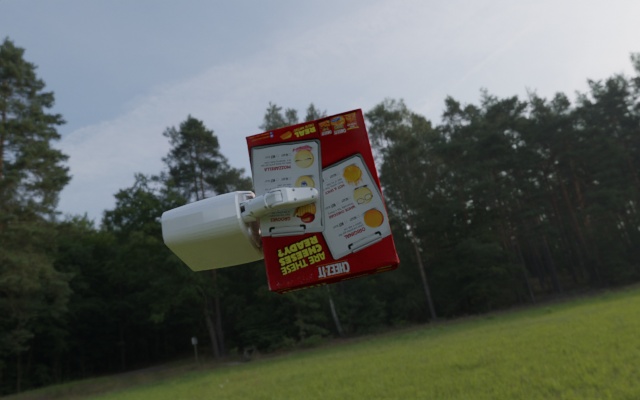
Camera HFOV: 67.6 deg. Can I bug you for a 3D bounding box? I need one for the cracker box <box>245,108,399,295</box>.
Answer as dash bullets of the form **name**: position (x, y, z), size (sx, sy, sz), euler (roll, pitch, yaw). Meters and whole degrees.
- **cracker box**: position (0.000, 0.002, 0.636), size (0.164, 0.213, 0.072), euler (-13, -17, 6)
